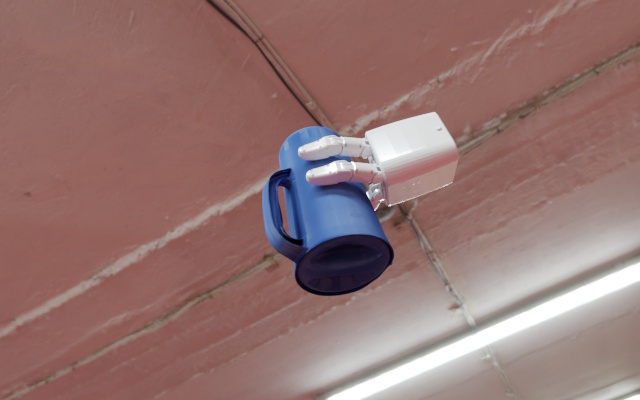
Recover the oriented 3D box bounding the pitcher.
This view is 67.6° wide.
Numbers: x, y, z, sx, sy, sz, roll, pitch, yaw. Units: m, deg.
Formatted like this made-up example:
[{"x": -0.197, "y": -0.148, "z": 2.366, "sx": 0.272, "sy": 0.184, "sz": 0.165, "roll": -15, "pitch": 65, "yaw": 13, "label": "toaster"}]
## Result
[{"x": 0.000, "y": 0.002, "z": 0.688, "sx": 0.145, "sy": 0.242, "sz": 0.149, "roll": -19, "pitch": -42, "yaw": 3, "label": "pitcher"}]
